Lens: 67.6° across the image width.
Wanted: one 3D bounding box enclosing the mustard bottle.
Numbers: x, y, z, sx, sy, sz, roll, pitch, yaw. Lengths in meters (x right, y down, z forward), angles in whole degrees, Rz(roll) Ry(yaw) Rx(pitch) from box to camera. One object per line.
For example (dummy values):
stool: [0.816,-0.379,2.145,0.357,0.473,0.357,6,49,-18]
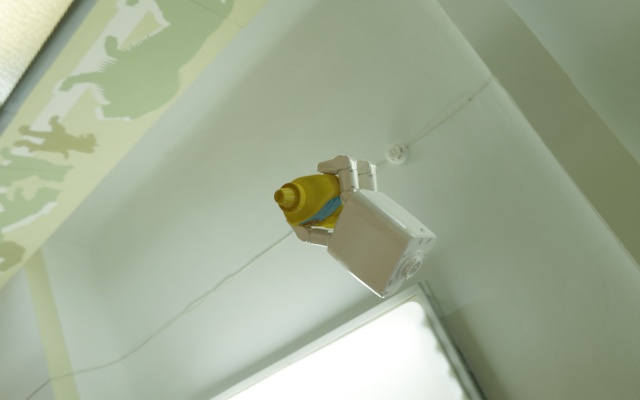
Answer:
mustard bottle: [0.000,0.002,0.693,0.096,0.058,0.191,-36,-23,26]
